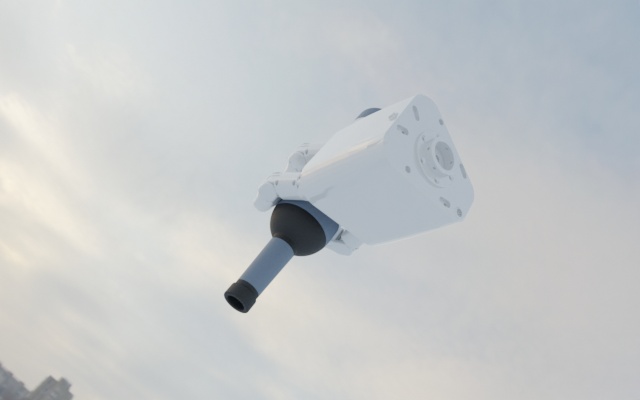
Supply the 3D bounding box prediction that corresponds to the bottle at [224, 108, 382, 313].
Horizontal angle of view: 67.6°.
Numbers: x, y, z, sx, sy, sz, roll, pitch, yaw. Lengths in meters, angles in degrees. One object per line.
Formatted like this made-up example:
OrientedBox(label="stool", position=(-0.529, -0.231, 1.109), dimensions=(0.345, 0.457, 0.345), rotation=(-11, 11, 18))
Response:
OrientedBox(label="bottle", position=(0.000, 0.002, 0.512), dimensions=(0.069, 0.069, 0.295), rotation=(0, 37, 40))
